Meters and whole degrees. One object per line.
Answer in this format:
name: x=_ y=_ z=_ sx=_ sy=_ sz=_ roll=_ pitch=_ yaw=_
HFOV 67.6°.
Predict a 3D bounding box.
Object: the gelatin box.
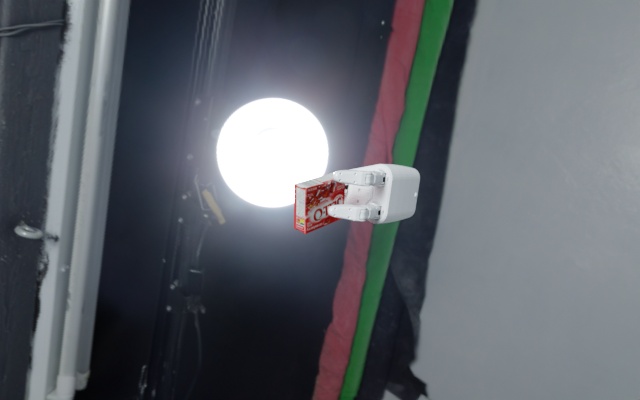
gelatin box: x=0.000 y=0.002 z=0.730 sx=0.030 sy=0.073 sz=0.089 roll=21 pitch=28 yaw=40
